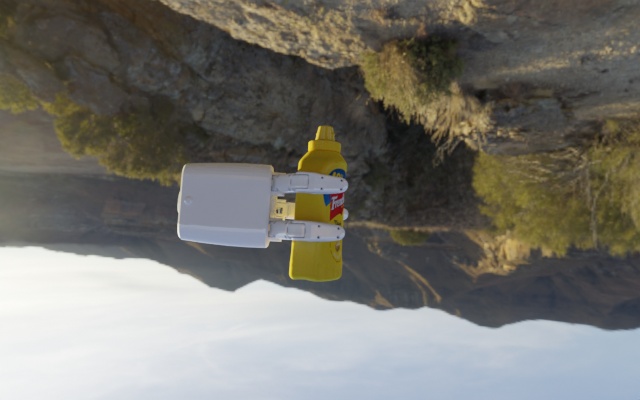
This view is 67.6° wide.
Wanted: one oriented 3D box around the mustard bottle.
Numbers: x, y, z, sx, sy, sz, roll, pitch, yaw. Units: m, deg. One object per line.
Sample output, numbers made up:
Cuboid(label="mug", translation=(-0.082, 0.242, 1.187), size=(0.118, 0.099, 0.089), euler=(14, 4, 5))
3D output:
Cuboid(label="mustard bottle", translation=(0.000, 0.002, 0.598), size=(0.058, 0.191, 0.096), euler=(2, -4, 22))
